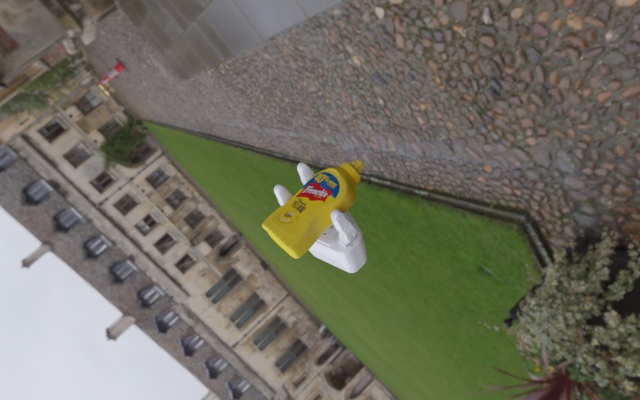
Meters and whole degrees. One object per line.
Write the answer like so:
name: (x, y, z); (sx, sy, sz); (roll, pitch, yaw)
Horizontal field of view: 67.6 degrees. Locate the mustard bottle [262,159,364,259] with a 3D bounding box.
mustard bottle: (0.000, 0.003, 0.781); (0.096, 0.191, 0.058); (33, -18, 50)
